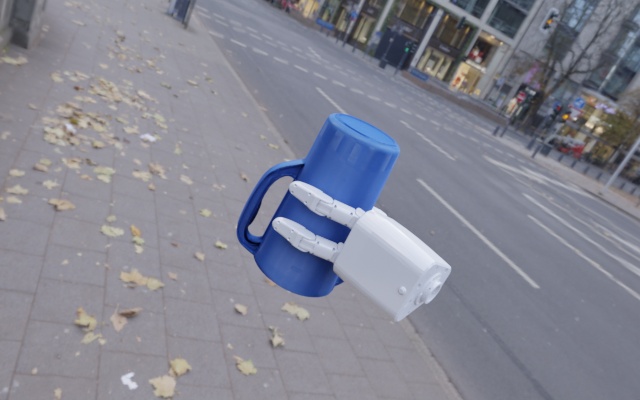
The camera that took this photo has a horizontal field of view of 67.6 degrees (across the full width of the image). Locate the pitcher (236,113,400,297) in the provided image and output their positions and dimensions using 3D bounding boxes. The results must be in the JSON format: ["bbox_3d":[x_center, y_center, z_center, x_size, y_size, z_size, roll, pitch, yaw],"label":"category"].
[{"bbox_3d":[0.000,0.002,0.672,0.145,0.243,0.149,39,24,29],"label":"pitcher"}]
